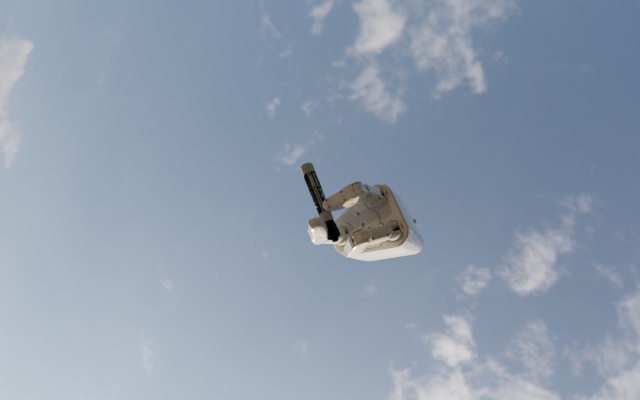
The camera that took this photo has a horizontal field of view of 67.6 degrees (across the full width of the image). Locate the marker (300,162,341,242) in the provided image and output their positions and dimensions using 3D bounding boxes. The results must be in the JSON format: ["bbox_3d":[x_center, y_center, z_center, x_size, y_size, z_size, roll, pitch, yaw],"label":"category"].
[{"bbox_3d":[0.000,0.002,0.656,0.020,0.121,0.020,-18,-24,-8],"label":"marker"}]
